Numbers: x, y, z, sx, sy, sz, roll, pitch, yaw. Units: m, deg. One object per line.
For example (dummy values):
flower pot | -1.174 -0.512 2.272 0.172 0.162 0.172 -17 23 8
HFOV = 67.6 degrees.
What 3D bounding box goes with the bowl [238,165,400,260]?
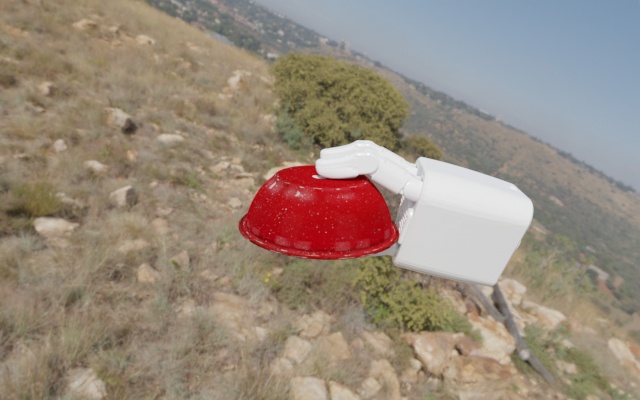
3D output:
bowl | -0.001 0.001 0.474 0.162 0.055 0.162 3 17 -1
